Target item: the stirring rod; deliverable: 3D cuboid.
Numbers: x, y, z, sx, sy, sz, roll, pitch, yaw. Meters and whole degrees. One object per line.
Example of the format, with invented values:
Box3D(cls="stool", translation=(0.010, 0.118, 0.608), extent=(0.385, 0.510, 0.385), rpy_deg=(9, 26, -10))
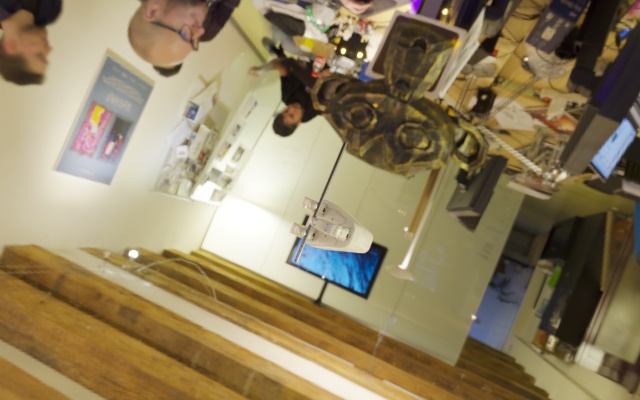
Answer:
Box3D(cls="stirring rod", translation=(0.000, 0.003, 0.888), extent=(0.011, 0.239, 0.011), rpy_deg=(23, -2, 1))
